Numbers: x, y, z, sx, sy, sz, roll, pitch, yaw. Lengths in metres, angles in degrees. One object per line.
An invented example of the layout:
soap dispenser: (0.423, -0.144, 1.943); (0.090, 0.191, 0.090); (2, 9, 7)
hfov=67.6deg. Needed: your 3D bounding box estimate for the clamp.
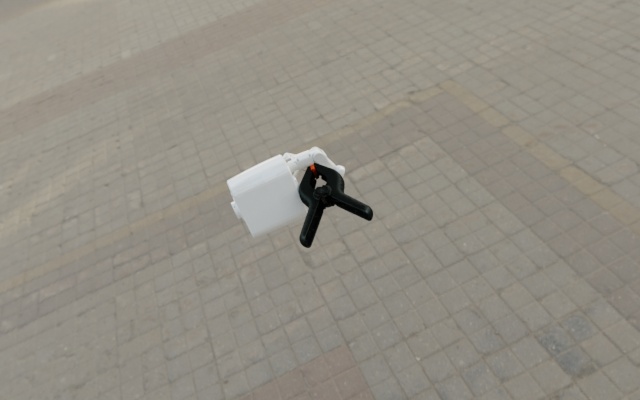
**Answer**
clamp: (0.000, 0.002, 0.780); (0.120, 0.039, 0.171); (-26, 41, -7)
